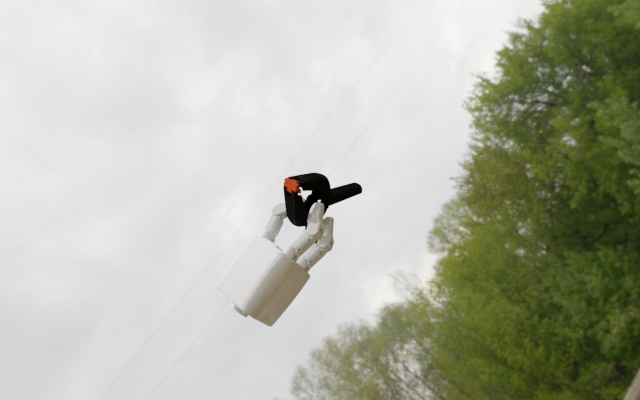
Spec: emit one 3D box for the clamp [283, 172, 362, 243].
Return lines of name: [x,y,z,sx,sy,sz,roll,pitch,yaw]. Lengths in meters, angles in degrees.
clamp: [-0.001,0.002,0.805,0.036,0.164,0.210,29,-13,30]
